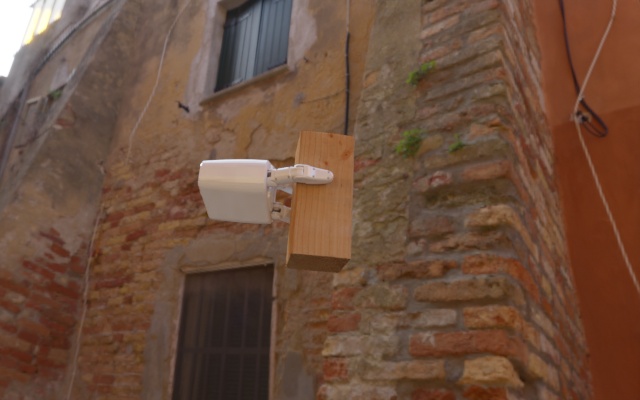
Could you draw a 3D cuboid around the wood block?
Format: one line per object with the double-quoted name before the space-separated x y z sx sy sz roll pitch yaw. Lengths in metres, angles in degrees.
"wood block" 0.000 0.002 0.767 0.090 0.206 0.091 6 -22 -7
